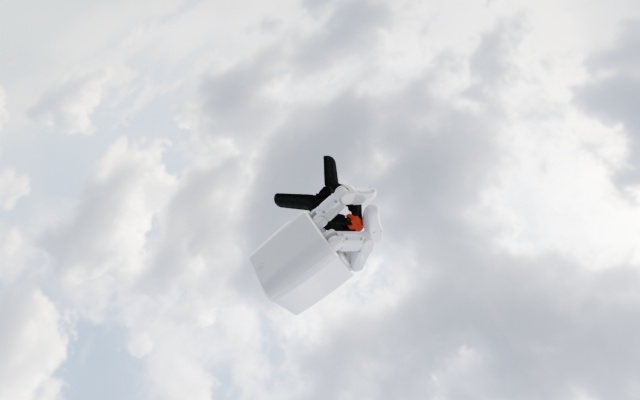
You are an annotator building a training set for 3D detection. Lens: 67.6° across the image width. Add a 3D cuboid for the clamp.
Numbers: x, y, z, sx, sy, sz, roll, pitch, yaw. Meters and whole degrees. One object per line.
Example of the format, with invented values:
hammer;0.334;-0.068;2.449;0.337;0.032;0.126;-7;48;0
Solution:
clamp;0.001;0.003;0.731;0.120;0.039;0.171;-38;39;1
